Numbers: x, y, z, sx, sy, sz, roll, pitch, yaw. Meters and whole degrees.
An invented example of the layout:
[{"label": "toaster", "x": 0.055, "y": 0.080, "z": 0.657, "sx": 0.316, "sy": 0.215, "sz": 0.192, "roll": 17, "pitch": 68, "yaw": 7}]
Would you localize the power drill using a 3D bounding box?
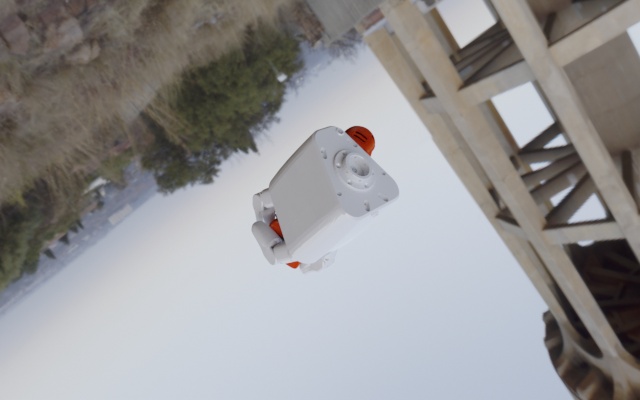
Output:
[{"label": "power drill", "x": 0.000, "y": 0.002, "z": 0.668, "sx": 0.057, "sy": 0.187, "sz": 0.184, "roll": 33, "pitch": -25, "yaw": 8}]
